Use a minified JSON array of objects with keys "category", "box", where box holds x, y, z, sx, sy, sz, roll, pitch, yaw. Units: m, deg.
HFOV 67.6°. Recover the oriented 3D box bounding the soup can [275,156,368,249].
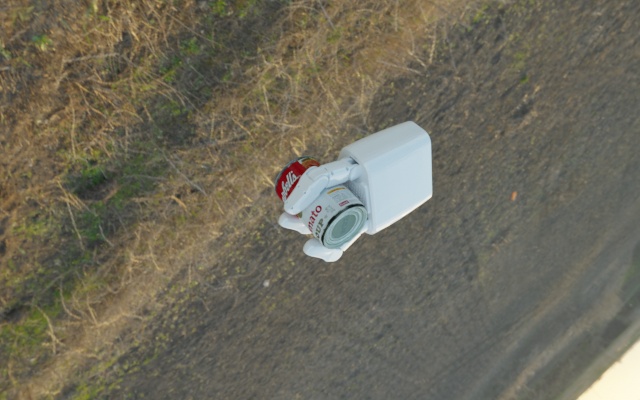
[{"category":"soup can","box":[0.000,0.002,0.576,0.068,0.068,0.102,0,37,-47]}]
